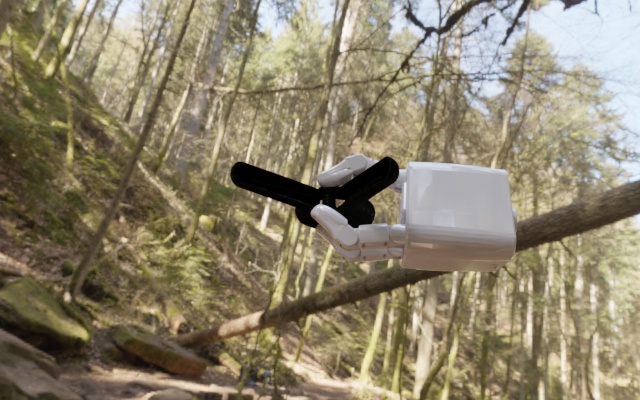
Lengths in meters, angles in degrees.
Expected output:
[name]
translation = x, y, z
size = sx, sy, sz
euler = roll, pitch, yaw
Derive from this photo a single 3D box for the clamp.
[clamp]
translation = 0.000, 0.001, 0.536
size = 0.164, 0.036, 0.210
euler = 3, -20, 7
